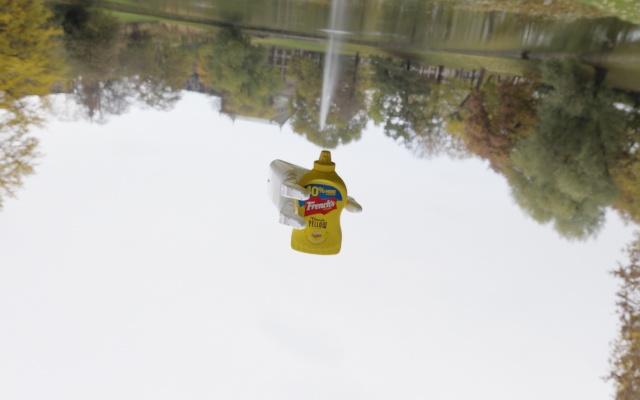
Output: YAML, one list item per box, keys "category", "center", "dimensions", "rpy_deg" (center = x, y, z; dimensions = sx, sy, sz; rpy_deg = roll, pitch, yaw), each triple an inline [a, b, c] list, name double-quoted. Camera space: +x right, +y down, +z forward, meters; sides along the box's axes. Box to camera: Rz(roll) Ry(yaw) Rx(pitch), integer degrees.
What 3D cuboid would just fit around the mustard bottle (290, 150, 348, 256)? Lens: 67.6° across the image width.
- category: "mustard bottle"
  center: [0.000, 0.003, 0.873]
  dimensions: [0.096, 0.192, 0.058]
  rpy_deg: [7, 17, 2]
